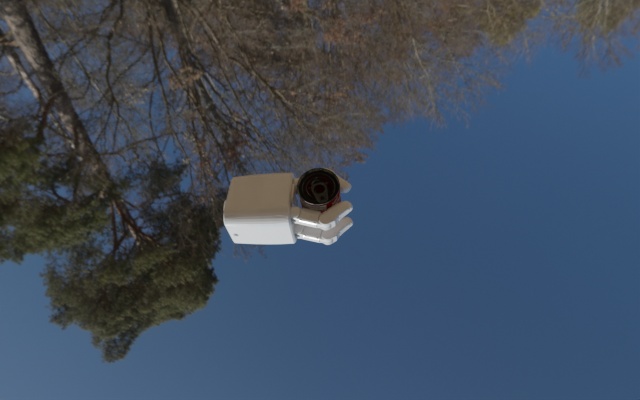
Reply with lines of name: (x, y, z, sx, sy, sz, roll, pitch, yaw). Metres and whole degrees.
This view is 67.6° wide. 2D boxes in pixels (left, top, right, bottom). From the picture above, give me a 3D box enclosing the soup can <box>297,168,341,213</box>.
soup can: (0.001, 0.003, 0.788, 0.068, 0.068, 0.102, 0, -30, 5)
